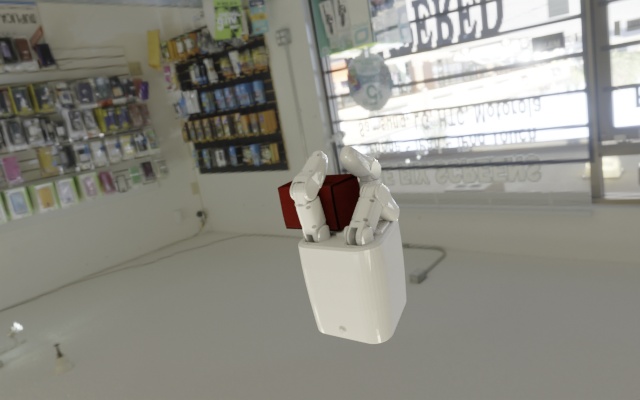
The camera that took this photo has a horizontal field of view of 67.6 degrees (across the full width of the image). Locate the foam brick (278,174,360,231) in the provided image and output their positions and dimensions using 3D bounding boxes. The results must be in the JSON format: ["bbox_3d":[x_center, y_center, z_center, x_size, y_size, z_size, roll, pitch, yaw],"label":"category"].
[{"bbox_3d":[0.000,0.002,0.535,0.078,0.051,0.053,0,17,39],"label":"foam brick"}]
